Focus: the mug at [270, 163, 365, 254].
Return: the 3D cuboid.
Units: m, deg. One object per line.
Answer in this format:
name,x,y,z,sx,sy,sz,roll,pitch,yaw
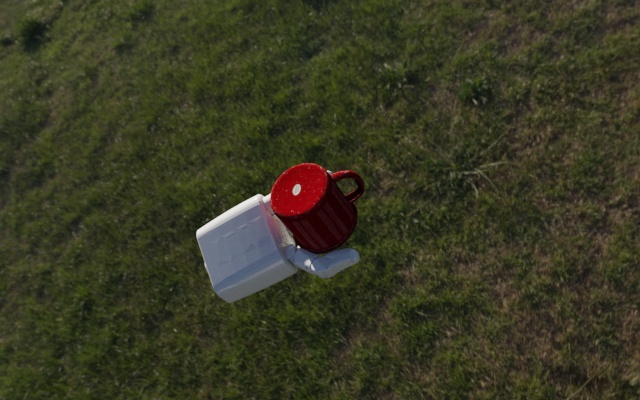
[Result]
mug,0.001,0.001,0.593,0.117,0.093,0.081,-28,-40,8
